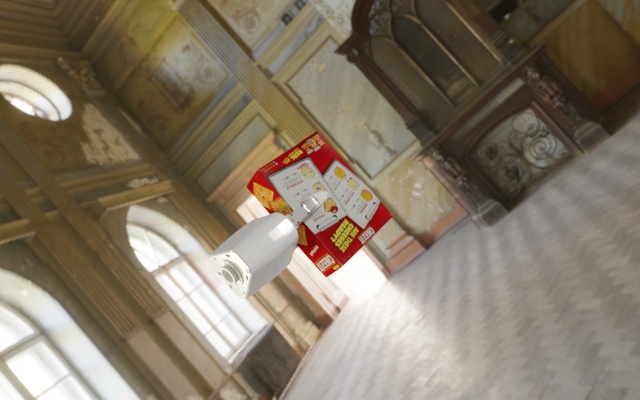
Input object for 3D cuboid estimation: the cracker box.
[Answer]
[{"bbox_3d":[0.000,0.003,0.852,0.164,0.213,0.072,-39,-3,-38],"label":"cracker box"}]
